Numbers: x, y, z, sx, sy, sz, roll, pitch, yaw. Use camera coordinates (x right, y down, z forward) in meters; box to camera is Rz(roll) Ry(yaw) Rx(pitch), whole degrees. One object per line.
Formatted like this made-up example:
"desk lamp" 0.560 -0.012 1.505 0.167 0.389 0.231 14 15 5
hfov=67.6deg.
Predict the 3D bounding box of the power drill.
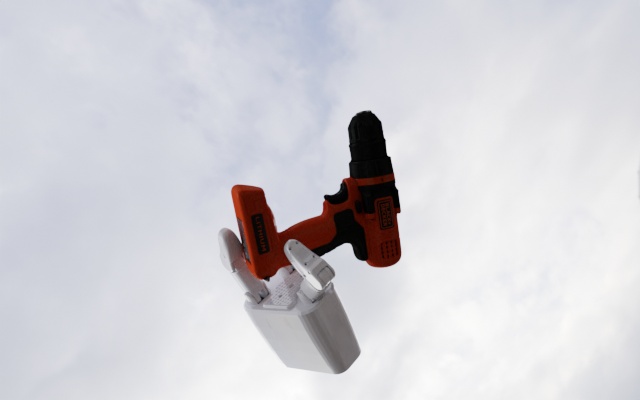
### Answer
"power drill" 0.000 0.002 0.535 0.187 0.184 0.057 -12 8 -16
